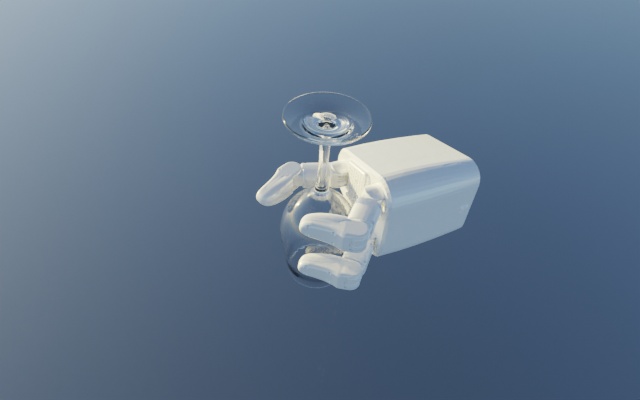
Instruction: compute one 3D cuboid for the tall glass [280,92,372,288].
[{"bbox_3d":[0.000,0.001,0.461,0.079,0.201,0.079,3,45,-3],"label":"tall glass"}]
